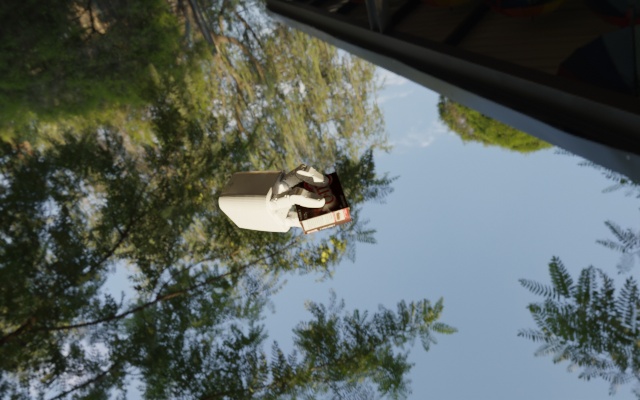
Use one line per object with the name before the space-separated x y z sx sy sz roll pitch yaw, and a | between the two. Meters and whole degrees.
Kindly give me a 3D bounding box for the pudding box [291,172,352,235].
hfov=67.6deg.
pudding box | 0.000 0.003 0.859 0.090 0.039 0.113 -17 41 1
